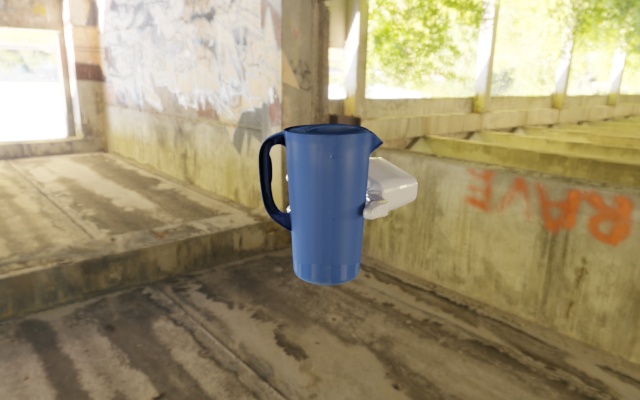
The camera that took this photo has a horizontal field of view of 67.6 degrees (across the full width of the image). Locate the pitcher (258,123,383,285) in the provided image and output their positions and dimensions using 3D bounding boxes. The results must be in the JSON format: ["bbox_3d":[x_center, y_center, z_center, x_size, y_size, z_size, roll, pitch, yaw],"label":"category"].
[{"bbox_3d":[0.000,0.002,0.746,0.149,0.243,0.145,15,21,42],"label":"pitcher"}]
